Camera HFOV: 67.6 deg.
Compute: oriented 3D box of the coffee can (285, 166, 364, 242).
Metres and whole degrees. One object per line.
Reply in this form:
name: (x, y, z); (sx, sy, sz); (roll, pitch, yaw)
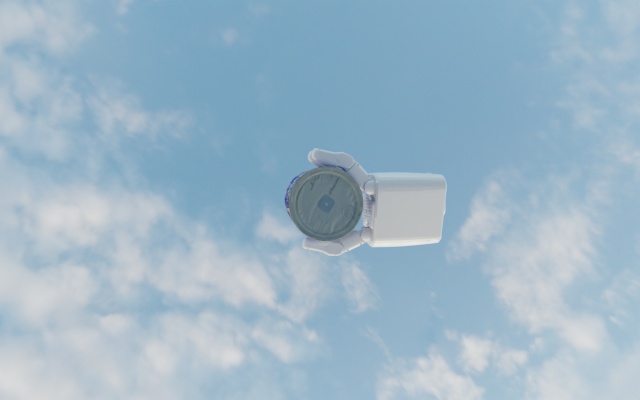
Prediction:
coffee can: (0.000, 0.002, 0.716); (0.103, 0.103, 0.140); (0, 2, -7)
